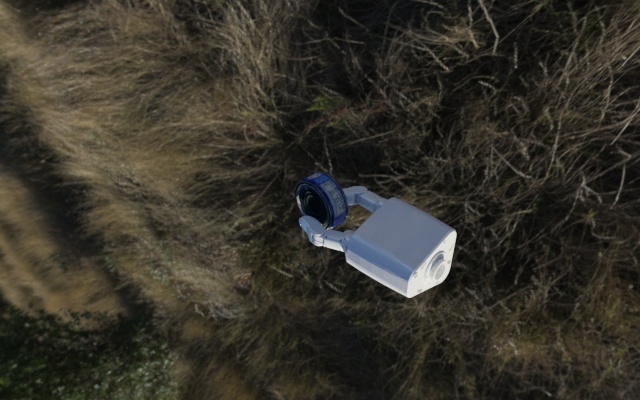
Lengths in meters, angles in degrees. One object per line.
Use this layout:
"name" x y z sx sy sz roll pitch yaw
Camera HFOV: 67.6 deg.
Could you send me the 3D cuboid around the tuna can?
"tuna can" 0.000 0.003 0.714 0.033 0.086 0.086 -29 16 -32
